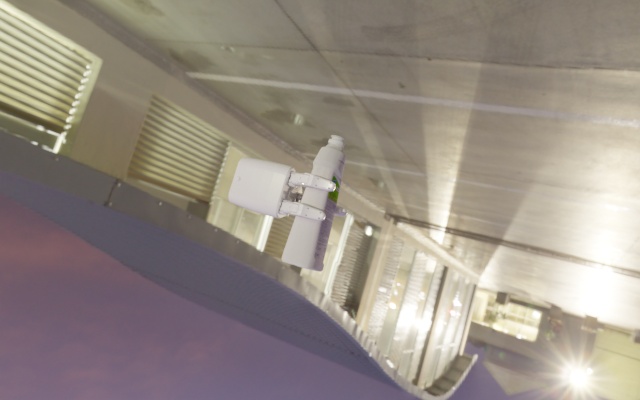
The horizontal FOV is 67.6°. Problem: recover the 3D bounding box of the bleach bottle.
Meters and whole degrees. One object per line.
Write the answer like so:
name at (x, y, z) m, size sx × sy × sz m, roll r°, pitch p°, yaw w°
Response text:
bleach bottle at (0.000, 0.003, 0.895) m, size 0.068 × 0.251 × 0.102 m, roll 14°, pitch -7°, yaw 18°
